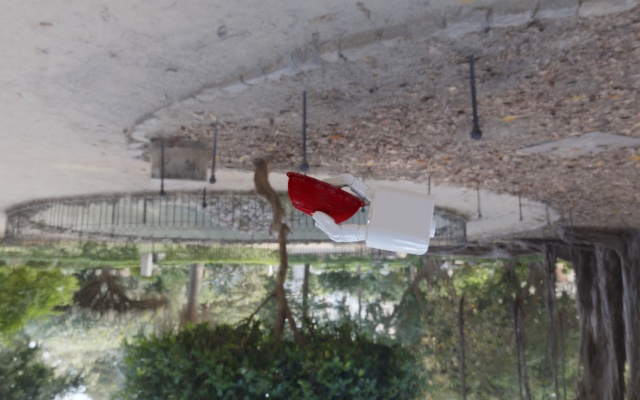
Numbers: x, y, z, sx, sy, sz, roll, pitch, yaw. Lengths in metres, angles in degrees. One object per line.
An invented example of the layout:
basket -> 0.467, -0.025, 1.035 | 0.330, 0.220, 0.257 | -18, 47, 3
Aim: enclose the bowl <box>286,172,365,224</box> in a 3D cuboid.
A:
bowl -> -0.001, 0.003, 0.899 | 0.162, 0.055, 0.162 | 22, -6, 3
